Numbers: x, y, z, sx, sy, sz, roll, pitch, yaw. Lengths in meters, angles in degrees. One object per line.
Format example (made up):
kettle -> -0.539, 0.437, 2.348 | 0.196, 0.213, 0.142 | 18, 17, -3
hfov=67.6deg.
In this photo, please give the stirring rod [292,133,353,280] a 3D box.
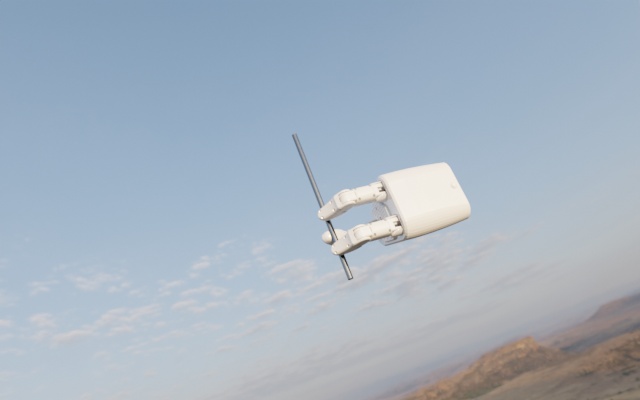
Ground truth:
stirring rod -> 0.000, 0.002, 0.686 | 0.011, 0.239, 0.011 | -18, -23, -8
